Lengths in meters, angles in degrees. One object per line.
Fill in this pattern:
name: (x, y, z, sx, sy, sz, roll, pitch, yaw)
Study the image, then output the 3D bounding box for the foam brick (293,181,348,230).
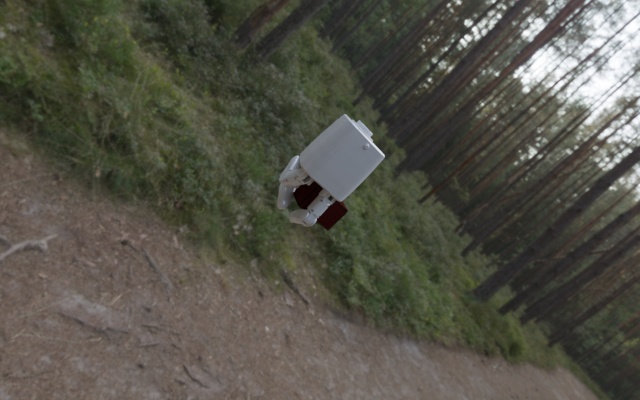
foam brick: (0.000, 0.003, 0.824, 0.078, 0.051, 0.053, 41, 11, -29)
